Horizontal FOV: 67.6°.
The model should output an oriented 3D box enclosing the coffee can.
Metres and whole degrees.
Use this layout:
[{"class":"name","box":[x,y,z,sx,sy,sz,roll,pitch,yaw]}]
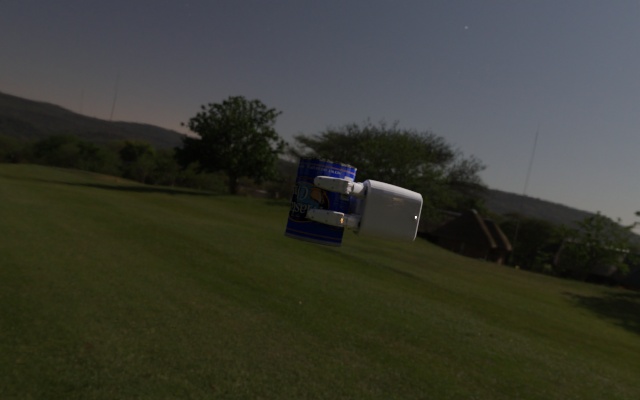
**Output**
[{"class":"coffee can","box":[0.000,0.003,0.838,0.103,0.140,0.103,11,-1,0]}]
